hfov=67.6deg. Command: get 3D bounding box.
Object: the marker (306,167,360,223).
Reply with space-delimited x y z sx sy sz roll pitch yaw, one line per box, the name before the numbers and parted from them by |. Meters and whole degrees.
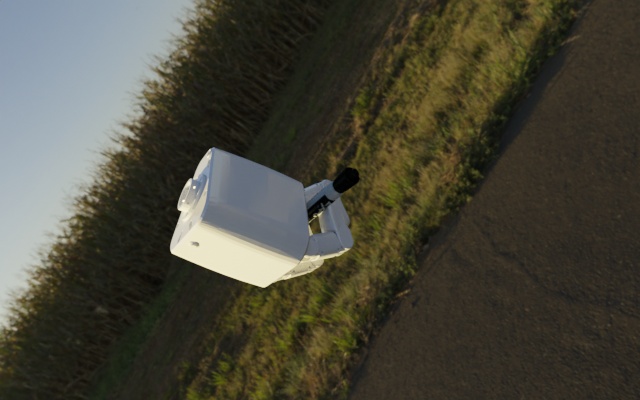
marker | 0.000 0.002 0.498 0.020 0.020 0.121 0 -28 -39
